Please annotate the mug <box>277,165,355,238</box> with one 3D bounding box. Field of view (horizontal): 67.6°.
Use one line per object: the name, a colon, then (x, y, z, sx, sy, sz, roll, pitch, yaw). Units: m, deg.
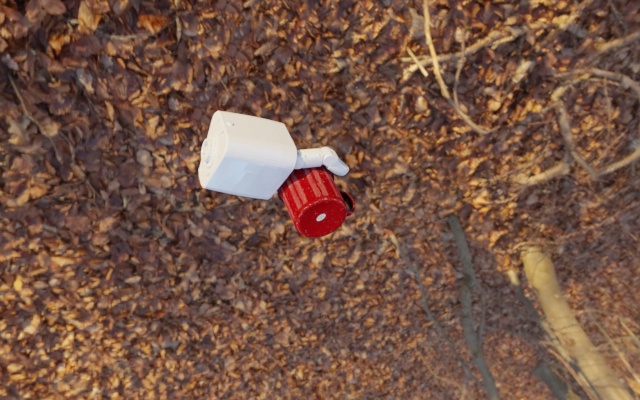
mug: (0.001, 0.003, 0.721, 0.117, 0.093, 0.081, 7, 37, -30)
